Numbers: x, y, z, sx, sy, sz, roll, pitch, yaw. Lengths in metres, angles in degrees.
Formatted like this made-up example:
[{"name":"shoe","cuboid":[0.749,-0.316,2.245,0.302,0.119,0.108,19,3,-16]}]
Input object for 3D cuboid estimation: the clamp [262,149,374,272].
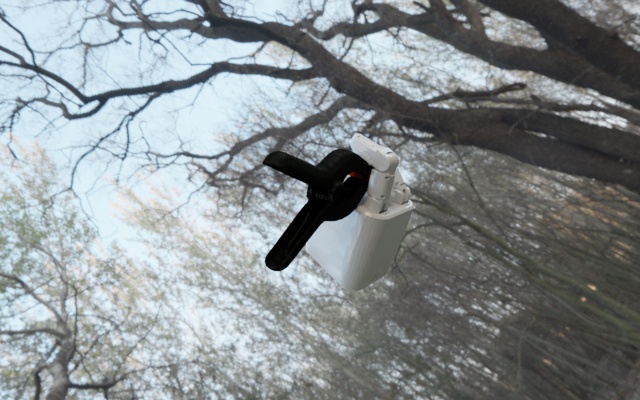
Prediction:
[{"name":"clamp","cuboid":[0.000,0.001,0.496,0.039,0.120,0.171,28,26,34]}]
